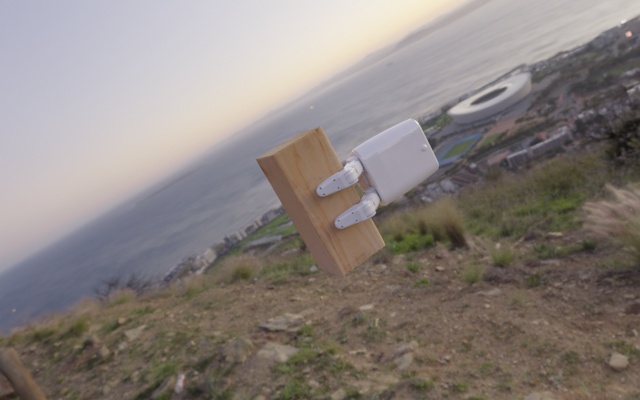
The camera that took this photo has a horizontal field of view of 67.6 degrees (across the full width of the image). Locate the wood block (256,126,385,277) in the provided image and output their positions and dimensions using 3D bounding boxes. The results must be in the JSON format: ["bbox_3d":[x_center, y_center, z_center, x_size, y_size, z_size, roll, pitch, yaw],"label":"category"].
[{"bbox_3d":[0.000,0.002,0.730,0.090,0.206,0.091,-33,13,-17],"label":"wood block"}]
